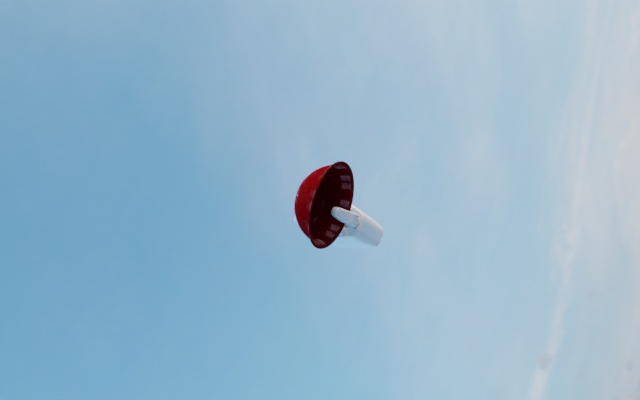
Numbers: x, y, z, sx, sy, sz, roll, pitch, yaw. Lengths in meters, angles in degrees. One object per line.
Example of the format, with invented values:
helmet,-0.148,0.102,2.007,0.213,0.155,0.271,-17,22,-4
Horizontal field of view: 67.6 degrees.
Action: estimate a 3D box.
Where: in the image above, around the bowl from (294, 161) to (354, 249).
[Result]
bowl,-0.001,0.002,0.861,0.055,0.162,0.162,17,8,27
